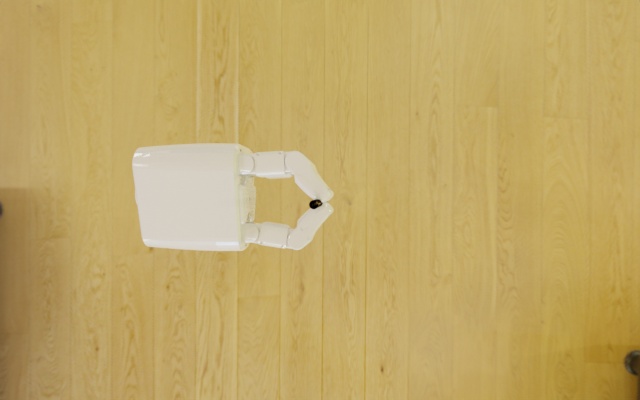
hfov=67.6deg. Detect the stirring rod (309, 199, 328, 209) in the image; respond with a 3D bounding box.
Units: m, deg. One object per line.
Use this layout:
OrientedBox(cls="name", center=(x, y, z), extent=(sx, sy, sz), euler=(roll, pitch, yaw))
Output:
OrientedBox(cls="stirring rod", center=(0.000, 0.002, 0.528), extent=(0.011, 0.011, 0.239), euler=(0, 1, 3))
